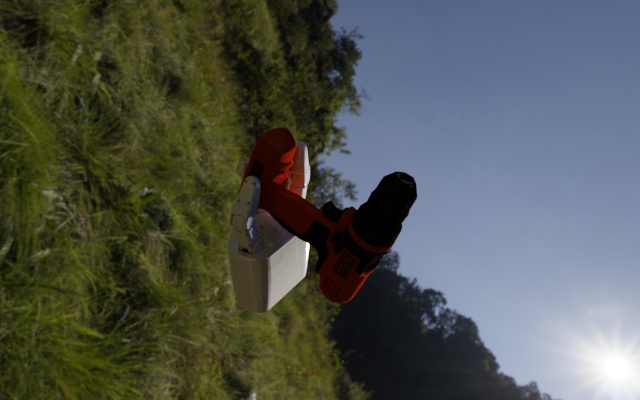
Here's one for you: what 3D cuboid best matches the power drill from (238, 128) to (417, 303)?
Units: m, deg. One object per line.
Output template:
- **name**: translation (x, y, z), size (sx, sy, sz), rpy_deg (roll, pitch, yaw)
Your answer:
- **power drill**: translation (0.000, 0.002, 0.531), size (0.187, 0.184, 0.057), rpy_deg (42, 37, 19)
